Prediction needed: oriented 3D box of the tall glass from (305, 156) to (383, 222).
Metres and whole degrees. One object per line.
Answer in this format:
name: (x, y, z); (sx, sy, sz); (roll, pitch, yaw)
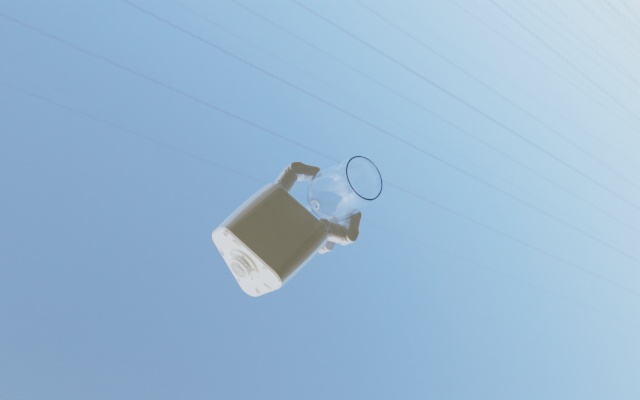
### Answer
tall glass: (0.000, 0.002, 0.692); (0.079, 0.079, 0.201); (0, -19, -38)
